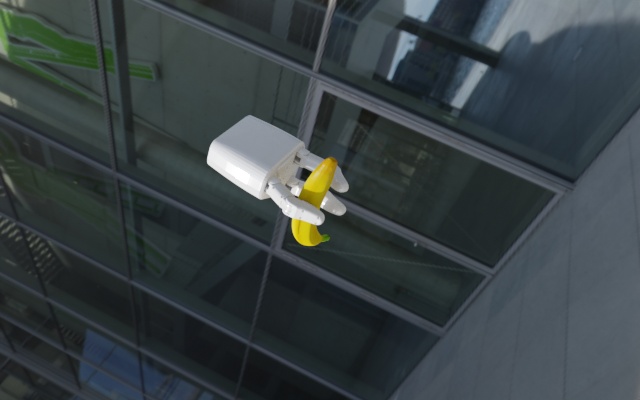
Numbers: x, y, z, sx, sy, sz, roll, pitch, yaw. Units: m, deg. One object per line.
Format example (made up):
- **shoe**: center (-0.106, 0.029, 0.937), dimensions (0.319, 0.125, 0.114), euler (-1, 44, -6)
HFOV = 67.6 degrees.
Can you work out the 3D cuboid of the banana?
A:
- **banana**: center (-0.012, 0.015, 0.723), dimensions (0.037, 0.198, 0.069), euler (37, 58, 21)
